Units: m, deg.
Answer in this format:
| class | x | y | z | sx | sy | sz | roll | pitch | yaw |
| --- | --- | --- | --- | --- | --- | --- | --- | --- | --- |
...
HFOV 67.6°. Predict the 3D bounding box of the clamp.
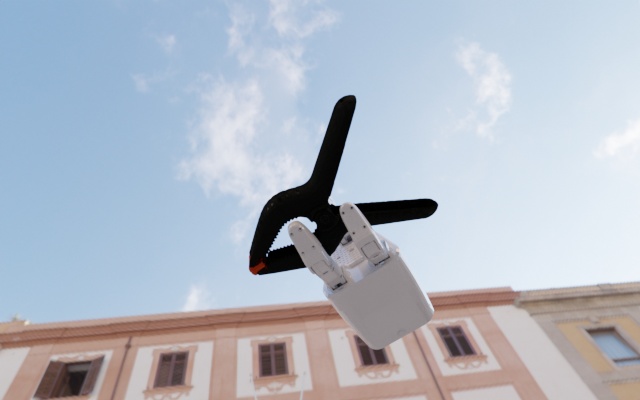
| class | x | y | z | sx | sy | sz | roll | pitch | yaw |
| --- | --- | --- | --- | --- | --- | --- | --- | --- | --- |
| clamp | 0.000 | 0.002 | 0.504 | 0.210 | 0.165 | 0.036 | -32 | 24 | 7 |
